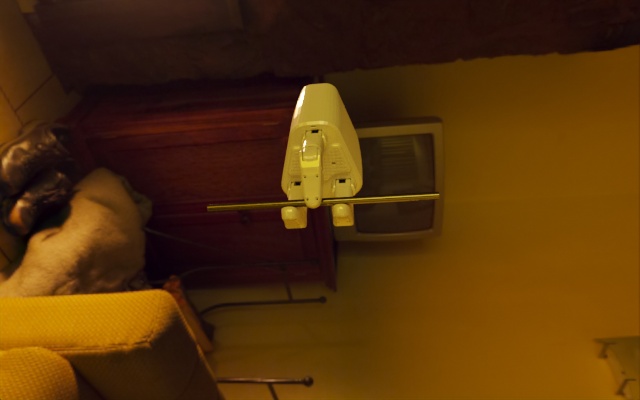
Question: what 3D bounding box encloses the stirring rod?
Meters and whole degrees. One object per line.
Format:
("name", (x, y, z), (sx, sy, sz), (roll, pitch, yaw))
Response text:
("stirring rod", (0.000, 0.002, 0.496), (0.239, 0.011, 0.011), (-3, 0, 6))
